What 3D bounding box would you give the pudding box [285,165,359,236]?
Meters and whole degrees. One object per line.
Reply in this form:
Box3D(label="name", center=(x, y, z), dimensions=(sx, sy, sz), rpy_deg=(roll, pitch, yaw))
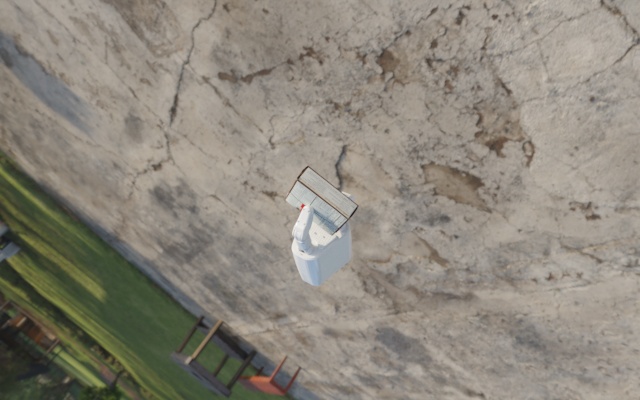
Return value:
Box3D(label="pudding box", center=(0.000, 0.003, 0.824), dimensions=(0.113, 0.039, 0.090), rpy_deg=(37, -29, -1))
